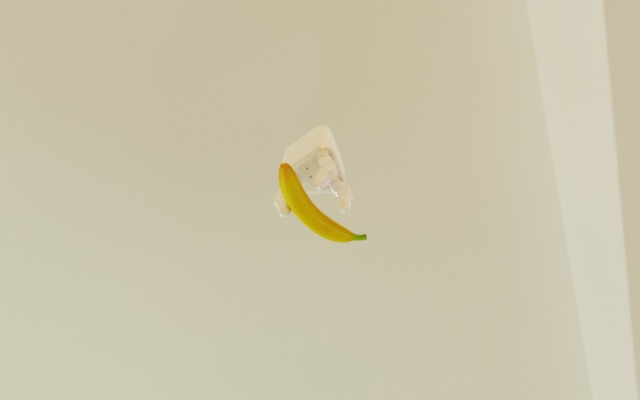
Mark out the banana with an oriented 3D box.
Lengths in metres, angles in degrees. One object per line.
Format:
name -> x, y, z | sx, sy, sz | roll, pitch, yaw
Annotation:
banana -> -0.011, 0.015, 0.801 | 0.070, 0.198, 0.037 | -38, 25, 27
